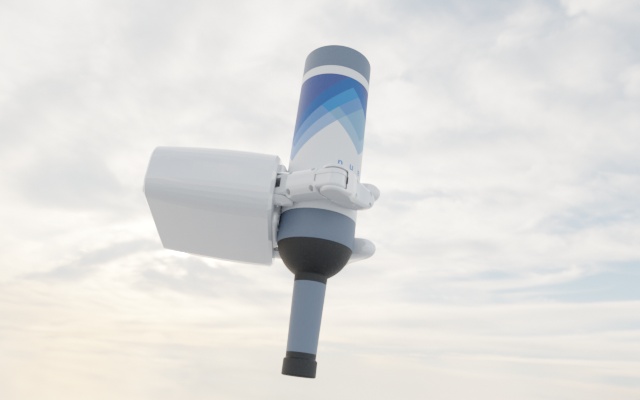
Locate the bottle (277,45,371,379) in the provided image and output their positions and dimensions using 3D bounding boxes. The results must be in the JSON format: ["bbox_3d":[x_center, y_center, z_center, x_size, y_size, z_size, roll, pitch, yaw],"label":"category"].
[{"bbox_3d":[0.000,0.001,0.425,0.069,0.295,0.069,6,-22,3],"label":"bottle"}]
